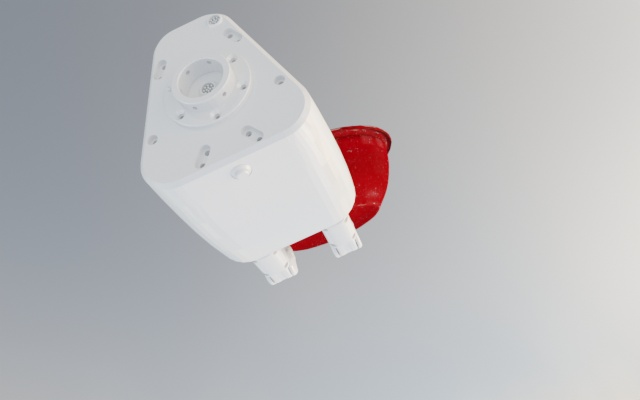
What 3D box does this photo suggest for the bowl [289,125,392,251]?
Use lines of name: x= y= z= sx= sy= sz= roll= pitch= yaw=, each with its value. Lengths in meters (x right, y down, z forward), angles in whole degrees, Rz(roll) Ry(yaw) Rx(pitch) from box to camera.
bowl: x=0.001 y=0.002 z=0.427 sx=0.162 sy=0.055 sz=0.162 roll=-22 pitch=-18 yaw=-7
